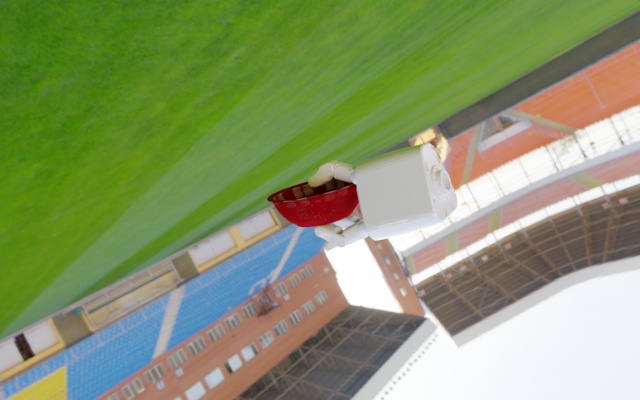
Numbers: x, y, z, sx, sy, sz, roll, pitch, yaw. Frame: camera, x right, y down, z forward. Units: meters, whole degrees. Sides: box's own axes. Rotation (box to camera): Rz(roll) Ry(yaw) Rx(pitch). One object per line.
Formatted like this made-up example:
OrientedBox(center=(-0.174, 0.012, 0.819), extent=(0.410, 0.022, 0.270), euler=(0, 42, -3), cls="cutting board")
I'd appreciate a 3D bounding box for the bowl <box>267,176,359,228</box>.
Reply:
OrientedBox(center=(-0.001, 0.003, 0.755), extent=(0.162, 0.055, 0.162), euler=(-13, 11, 3), cls="bowl")
